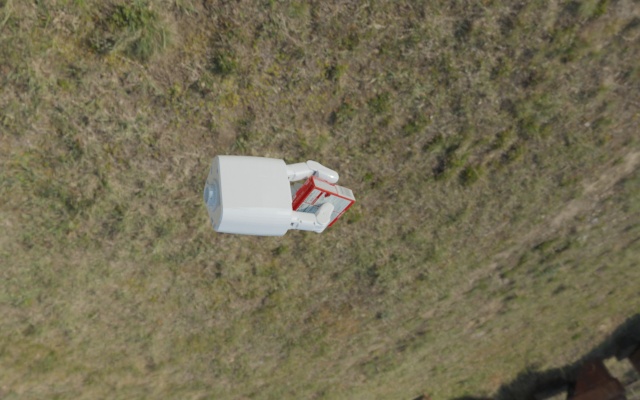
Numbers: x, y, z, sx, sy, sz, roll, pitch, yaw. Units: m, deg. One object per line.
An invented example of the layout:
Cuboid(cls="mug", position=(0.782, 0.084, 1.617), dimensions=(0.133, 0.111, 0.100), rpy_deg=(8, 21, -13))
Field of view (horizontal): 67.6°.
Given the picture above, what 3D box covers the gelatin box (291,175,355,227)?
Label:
Cuboid(cls="gelatin box", position=(0.000, 0.003, 0.784), dimensions=(0.089, 0.030, 0.073), rpy_deg=(18, -51, -34))
